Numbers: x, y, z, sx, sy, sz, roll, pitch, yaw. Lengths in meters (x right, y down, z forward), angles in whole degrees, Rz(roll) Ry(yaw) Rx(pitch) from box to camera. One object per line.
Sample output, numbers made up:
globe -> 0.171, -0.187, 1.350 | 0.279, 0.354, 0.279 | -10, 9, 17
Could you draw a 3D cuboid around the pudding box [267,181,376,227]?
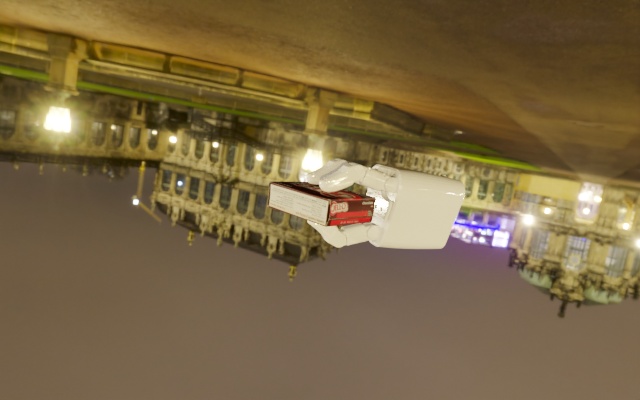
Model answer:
pudding box -> 0.000, 0.002, 0.619 | 0.113, 0.039, 0.090 | 14, 10, 42
